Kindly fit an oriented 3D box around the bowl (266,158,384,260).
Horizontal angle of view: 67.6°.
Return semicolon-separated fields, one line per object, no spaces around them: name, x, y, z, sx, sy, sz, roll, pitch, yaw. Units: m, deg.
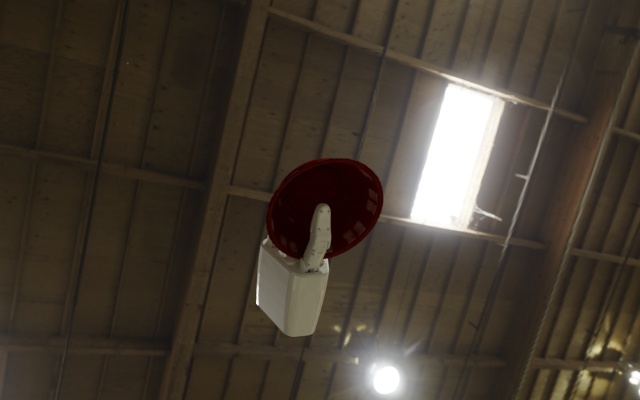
bowl;0.001;0.001;0.640;0.162;0.162;0.055;0;34;-22
